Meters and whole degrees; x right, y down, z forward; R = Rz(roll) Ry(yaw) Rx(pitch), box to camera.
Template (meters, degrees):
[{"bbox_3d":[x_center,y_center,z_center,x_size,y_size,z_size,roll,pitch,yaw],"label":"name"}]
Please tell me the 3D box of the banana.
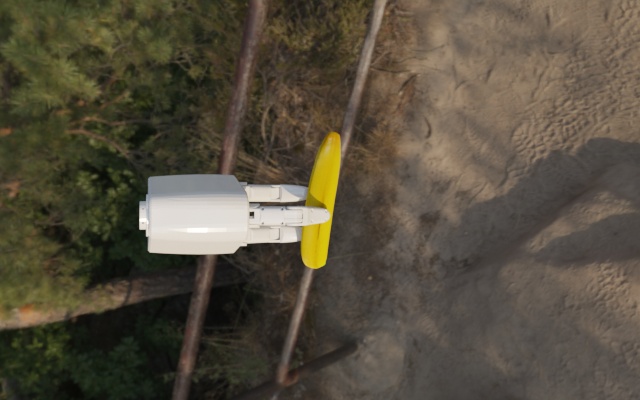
[{"bbox_3d":[-0.002,0.012,0.616,0.037,0.198,0.069,8,23,1],"label":"banana"}]
